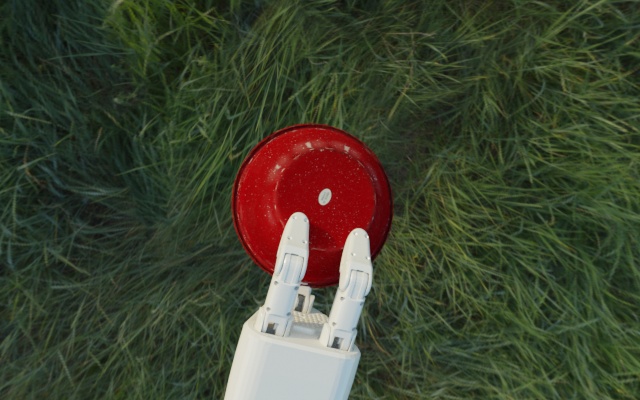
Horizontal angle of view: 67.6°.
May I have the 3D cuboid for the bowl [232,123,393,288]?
[{"bbox_3d":[0.000,0.000,0.443,0.162,0.162,0.055,0,-6,-12],"label":"bowl"}]
